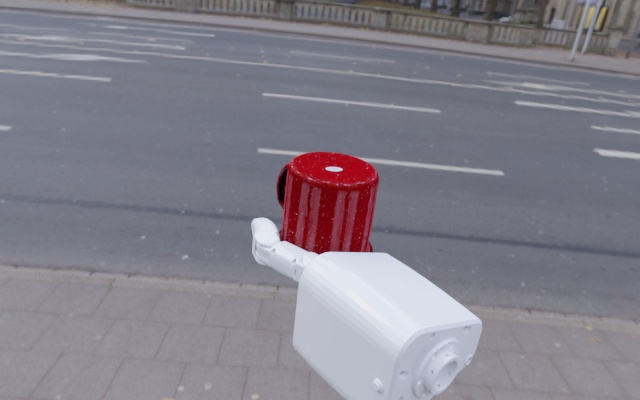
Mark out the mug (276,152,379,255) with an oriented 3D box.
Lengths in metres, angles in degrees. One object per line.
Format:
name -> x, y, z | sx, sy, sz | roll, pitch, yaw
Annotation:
mug -> -0.001, 0.001, 0.445 | 0.093, 0.081, 0.117 | -15, 33, -38
